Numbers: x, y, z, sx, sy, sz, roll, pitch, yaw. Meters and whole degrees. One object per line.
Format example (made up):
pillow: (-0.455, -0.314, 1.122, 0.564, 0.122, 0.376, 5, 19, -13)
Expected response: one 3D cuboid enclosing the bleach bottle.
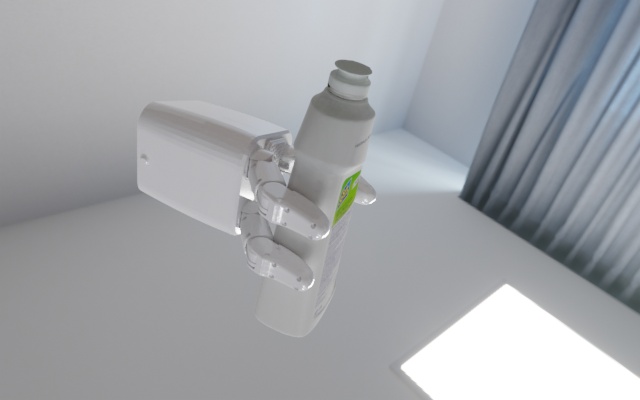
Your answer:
bleach bottle: (0.000, 0.001, 0.417, 0.068, 0.251, 0.102, 21, 34, 10)
